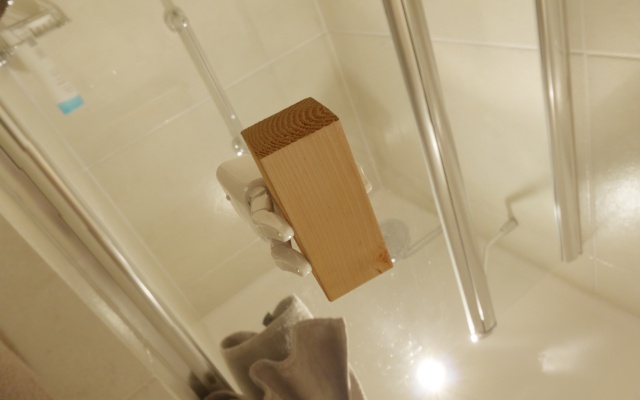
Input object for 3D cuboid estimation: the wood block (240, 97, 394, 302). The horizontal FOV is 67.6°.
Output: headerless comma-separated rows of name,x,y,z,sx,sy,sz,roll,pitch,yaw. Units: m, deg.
wood block,0.000,0.002,0.546,0.091,0.206,0.090,-29,33,-7
